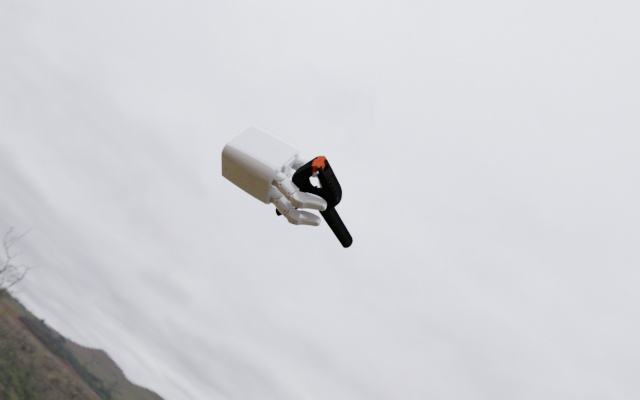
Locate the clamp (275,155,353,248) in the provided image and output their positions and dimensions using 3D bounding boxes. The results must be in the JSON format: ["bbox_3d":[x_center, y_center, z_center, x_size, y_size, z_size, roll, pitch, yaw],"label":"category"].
[{"bbox_3d":[0.000,0.002,0.849,0.164,0.036,0.210,28,-34,7],"label":"clamp"}]
